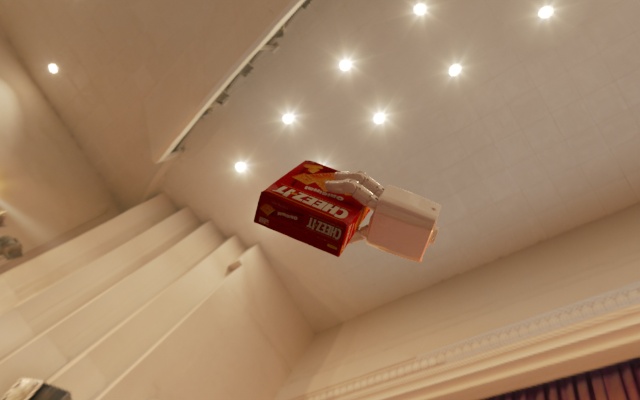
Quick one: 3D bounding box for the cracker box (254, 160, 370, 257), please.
[{"bbox_3d":[0.000,0.003,0.889,0.164,0.072,0.213,21,25,12],"label":"cracker box"}]
